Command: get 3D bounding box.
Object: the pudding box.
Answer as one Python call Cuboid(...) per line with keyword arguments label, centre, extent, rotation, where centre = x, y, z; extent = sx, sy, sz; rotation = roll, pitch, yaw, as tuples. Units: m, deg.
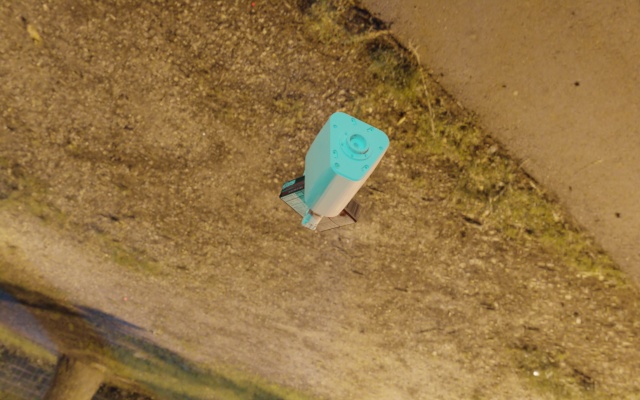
Cuboid(label="pudding box", centre=(0.000, 0.003, 0.807), extent=(0.090, 0.039, 0.113), rotation=(-17, -49, 42))
